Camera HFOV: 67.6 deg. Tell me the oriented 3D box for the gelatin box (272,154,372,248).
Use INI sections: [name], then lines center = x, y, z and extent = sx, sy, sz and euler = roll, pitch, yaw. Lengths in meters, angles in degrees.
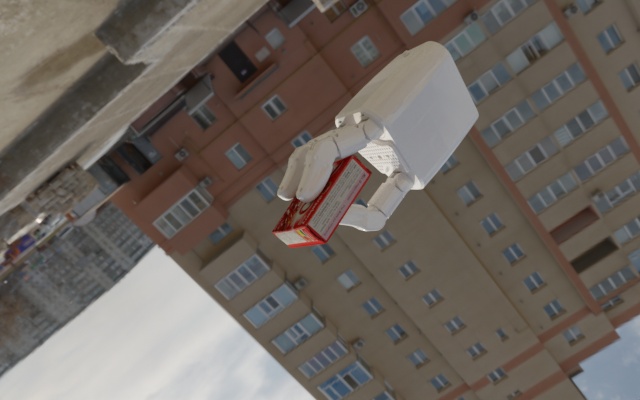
[gelatin box]
center = 0.000, 0.002, 0.462
extent = 0.030, 0.089, 0.073
euler = 42, -25, -18
